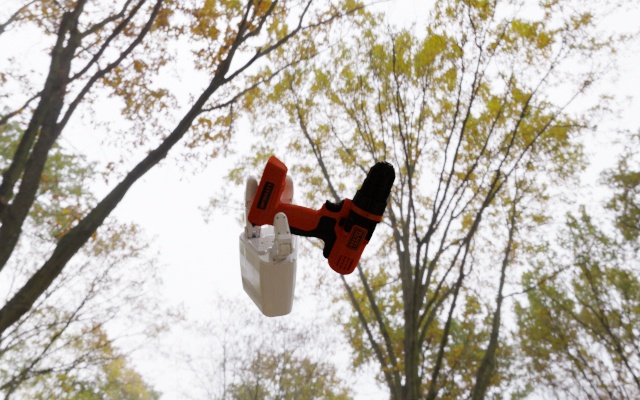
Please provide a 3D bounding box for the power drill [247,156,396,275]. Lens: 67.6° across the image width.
[{"bbox_3d":[0.000,0.002,0.705,0.187,0.184,0.057,22,13,-3],"label":"power drill"}]
